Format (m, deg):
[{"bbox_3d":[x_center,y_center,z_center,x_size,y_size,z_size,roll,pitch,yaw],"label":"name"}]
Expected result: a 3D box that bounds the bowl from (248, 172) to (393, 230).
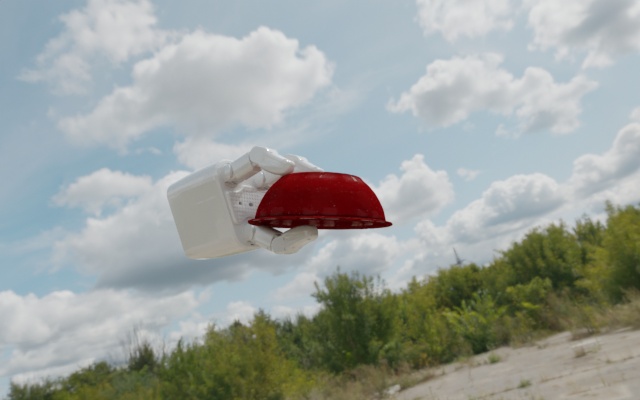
[{"bbox_3d":[0.001,0.001,0.539,0.162,0.055,0.162,1,-6,0],"label":"bowl"}]
